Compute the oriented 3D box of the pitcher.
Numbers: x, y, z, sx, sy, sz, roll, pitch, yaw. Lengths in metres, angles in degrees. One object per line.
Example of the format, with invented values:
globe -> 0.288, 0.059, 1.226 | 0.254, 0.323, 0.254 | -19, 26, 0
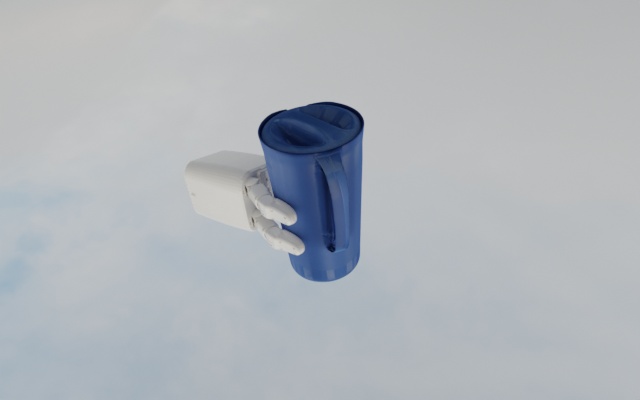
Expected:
pitcher -> 0.000, 0.002, 0.655 | 0.145, 0.243, 0.149 | 13, 41, 23
